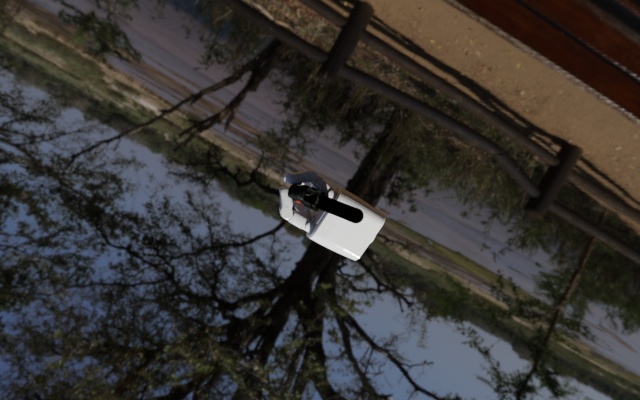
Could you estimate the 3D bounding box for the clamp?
[{"bbox_3d":[0.000,0.003,0.815,0.120,0.039,0.171,30,-2,-15],"label":"clamp"}]
